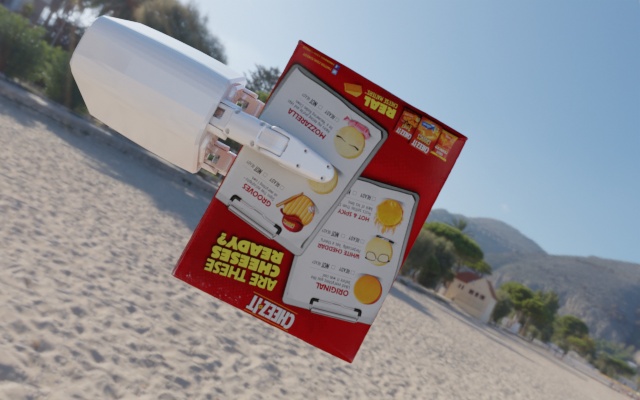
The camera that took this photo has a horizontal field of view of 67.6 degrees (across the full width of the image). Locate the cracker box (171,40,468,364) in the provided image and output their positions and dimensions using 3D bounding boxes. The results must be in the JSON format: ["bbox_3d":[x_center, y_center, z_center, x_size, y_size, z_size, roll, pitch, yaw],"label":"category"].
[{"bbox_3d":[0.000,0.001,0.414,0.164,0.213,0.072,28,-3,-7],"label":"cracker box"}]
